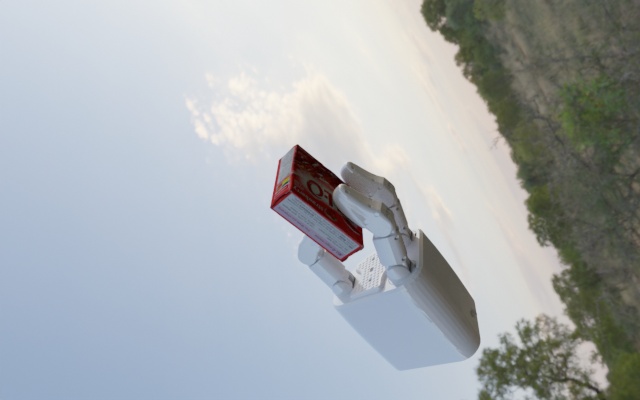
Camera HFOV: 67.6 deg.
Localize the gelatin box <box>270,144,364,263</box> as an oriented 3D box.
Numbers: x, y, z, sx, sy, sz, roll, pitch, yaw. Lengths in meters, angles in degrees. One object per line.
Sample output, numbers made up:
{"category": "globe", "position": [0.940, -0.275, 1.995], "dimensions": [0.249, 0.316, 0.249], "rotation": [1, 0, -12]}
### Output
{"category": "gelatin box", "position": [-0.001, 0.001, 0.427], "dimensions": [0.089, 0.073, 0.030], "rotation": [38, -60, -23]}
